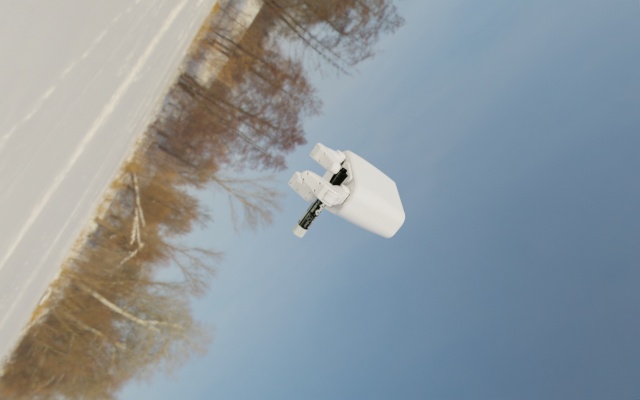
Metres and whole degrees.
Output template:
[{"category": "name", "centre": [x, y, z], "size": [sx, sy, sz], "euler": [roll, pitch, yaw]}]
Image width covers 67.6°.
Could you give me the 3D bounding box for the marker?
[{"category": "marker", "centre": [0.000, 0.002, 0.689], "size": [0.020, 0.121, 0.020], "euler": [34, 15, -10]}]
